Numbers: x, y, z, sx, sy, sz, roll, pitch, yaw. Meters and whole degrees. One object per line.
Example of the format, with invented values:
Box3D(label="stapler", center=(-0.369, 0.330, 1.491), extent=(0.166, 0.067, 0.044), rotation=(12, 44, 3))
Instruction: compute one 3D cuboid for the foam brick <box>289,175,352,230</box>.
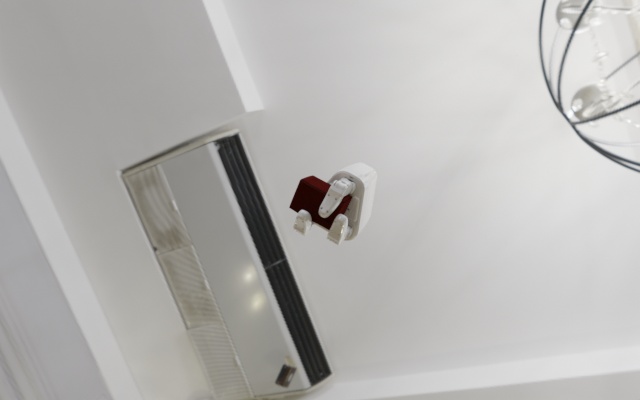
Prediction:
Box3D(label="foam brick", center=(0.000, 0.002, 0.756), extent=(0.078, 0.053, 0.051), rotation=(29, 20, 11))
